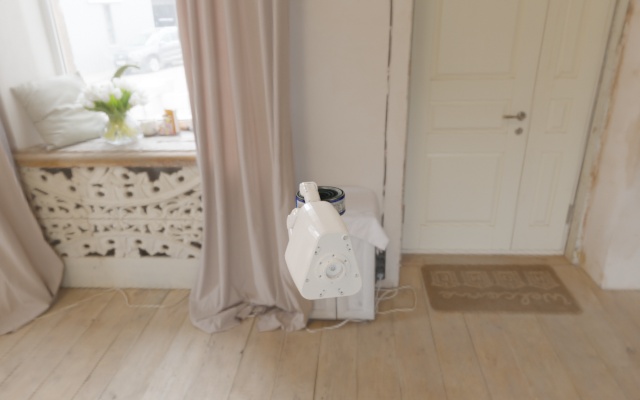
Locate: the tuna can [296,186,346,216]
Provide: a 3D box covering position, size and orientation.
[{"bbox_3d":[0.000,0.002,0.818,0.086,0.034,0.086,-2,19,1],"label":"tuna can"}]
